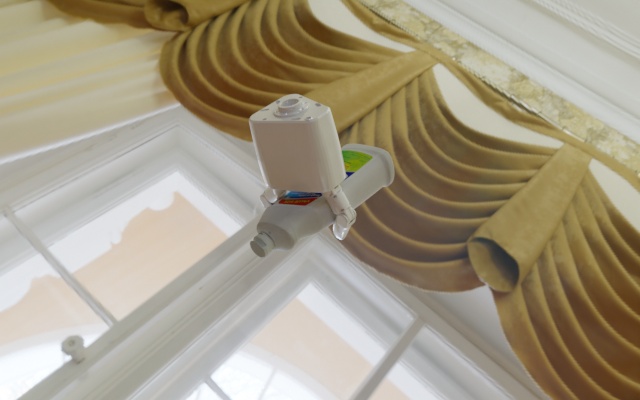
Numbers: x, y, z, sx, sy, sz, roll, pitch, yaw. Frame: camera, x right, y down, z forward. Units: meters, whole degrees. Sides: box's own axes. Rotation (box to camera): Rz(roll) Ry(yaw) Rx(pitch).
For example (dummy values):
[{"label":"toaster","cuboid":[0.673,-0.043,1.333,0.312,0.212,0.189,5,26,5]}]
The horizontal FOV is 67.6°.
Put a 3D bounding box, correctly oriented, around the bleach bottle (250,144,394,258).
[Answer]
[{"label":"bleach bottle","cuboid":[0.000,0.002,0.711,0.102,0.068,0.250,17,44,38]}]
